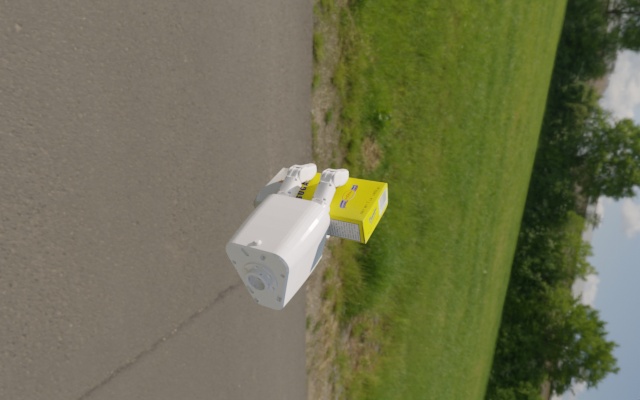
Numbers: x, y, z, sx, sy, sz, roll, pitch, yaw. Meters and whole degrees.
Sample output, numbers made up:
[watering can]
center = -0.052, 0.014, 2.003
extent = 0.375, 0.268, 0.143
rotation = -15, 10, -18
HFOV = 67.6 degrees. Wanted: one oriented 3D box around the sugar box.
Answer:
[sugar box]
center = 0.000, 0.002, 0.691
extent = 0.176, 0.048, 0.093
rotation = 12, 41, 25
